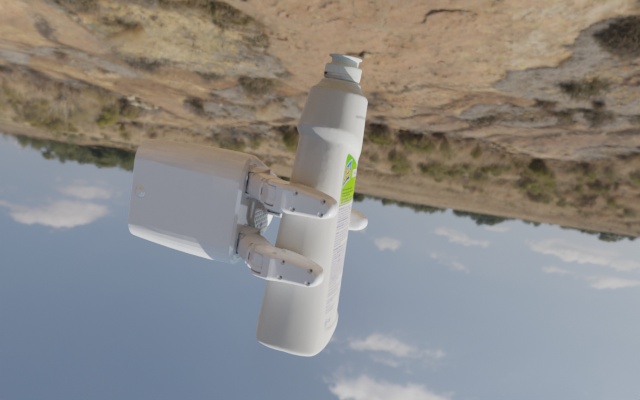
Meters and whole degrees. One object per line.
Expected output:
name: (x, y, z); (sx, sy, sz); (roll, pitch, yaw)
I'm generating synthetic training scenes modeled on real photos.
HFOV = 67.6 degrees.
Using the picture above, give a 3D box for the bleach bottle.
bleach bottle: (0.000, 0.001, 0.426); (0.068, 0.251, 0.102); (12, 10, 10)
